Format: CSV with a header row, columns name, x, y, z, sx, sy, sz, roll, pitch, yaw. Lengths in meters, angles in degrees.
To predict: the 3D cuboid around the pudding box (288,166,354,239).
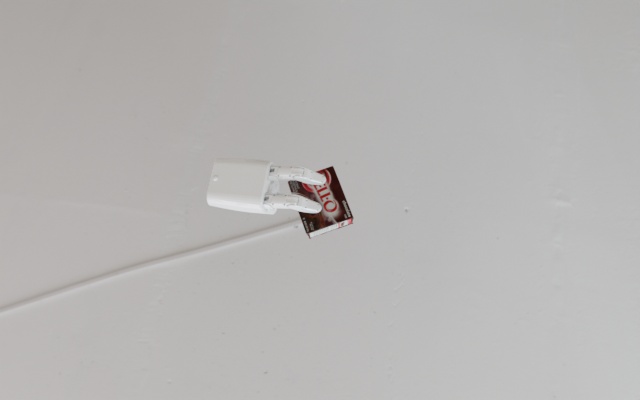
name,x,y,z,sx,sy,sz,roll,pitch,yaw
pudding box,0.000,0.003,0.871,0.090,0.113,0.039,-20,-19,-3
